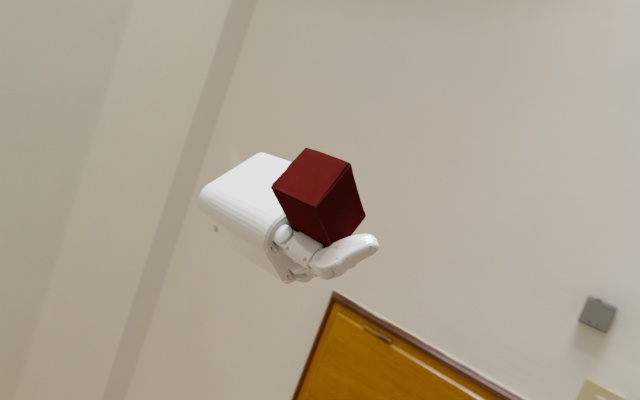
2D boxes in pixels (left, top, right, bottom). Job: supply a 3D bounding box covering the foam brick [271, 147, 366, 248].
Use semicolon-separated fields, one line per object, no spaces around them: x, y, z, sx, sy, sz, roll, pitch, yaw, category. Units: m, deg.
0.000;0.001;0.427;0.051;0.053;0.078;26;-26;32;foam brick
